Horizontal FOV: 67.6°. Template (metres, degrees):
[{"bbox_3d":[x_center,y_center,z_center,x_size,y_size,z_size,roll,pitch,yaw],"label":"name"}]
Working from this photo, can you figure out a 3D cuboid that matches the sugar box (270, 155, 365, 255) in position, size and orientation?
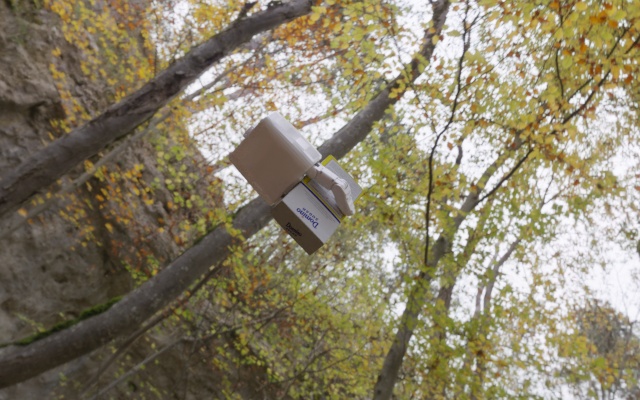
[{"bbox_3d":[0.000,0.003,0.775,0.048,0.093,0.176,-41,3,41],"label":"sugar box"}]
